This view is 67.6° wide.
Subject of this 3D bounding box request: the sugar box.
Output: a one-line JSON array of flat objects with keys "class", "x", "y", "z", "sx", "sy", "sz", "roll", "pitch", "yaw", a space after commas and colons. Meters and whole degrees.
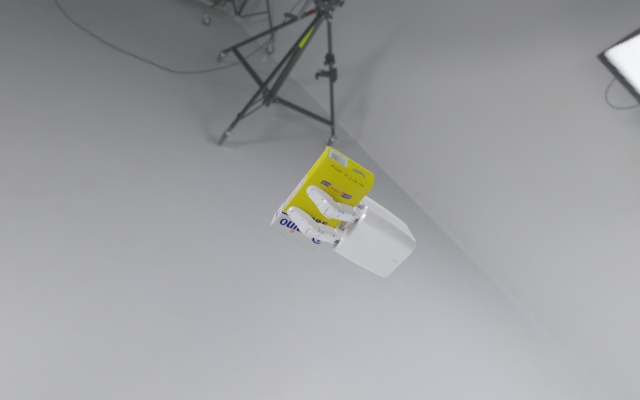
[{"class": "sugar box", "x": 0.000, "y": 0.003, "z": 0.792, "sx": 0.093, "sy": 0.176, "sz": 0.048, "roll": 32, "pitch": 31, "yaw": -12}]
